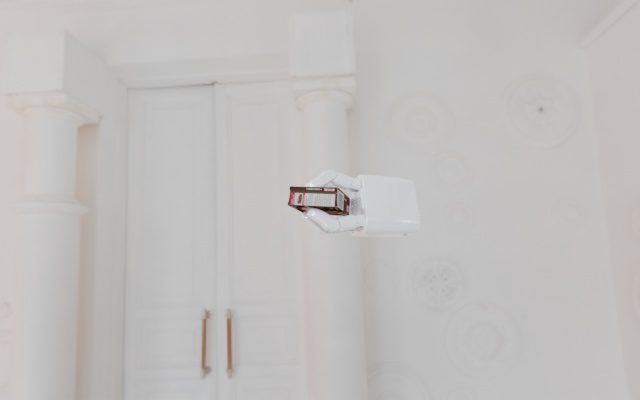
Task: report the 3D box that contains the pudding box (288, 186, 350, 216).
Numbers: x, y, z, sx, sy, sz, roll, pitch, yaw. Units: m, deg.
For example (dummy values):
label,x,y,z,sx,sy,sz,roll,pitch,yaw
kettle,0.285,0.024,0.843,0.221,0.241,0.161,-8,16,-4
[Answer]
label,x,y,z,sx,sy,sz,roll,pitch,yaw
pudding box,0.000,0.003,0.864,0.090,0.039,0.113,1,-11,14
